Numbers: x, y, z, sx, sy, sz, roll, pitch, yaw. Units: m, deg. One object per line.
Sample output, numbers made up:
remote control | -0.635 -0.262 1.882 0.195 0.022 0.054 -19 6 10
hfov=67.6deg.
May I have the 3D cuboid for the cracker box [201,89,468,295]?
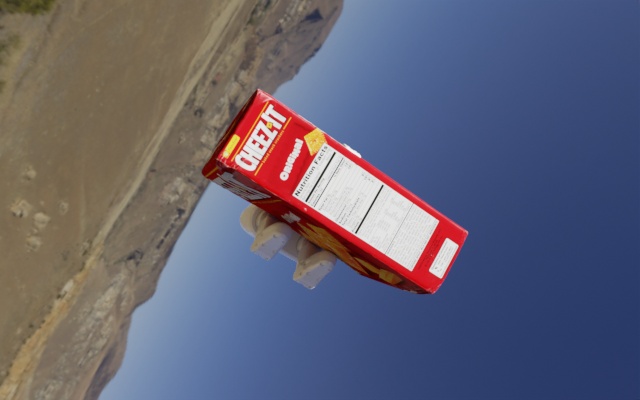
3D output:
cracker box | 0.000 0.001 0.448 0.214 0.072 0.164 32 -10 -15
